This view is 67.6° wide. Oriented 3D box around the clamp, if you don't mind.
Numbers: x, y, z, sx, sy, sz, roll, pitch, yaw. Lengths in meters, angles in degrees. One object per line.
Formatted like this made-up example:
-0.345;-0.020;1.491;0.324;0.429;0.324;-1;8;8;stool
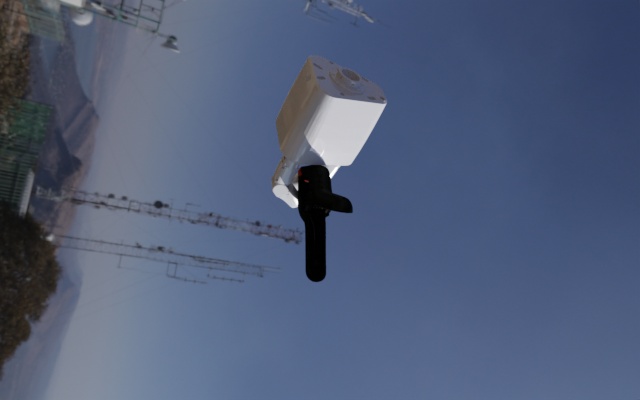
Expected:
0.001;0.002;0.600;0.039;0.171;0.120;11;-48;-24;clamp
